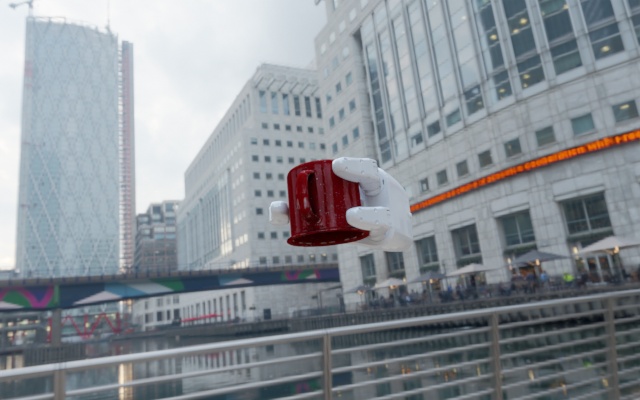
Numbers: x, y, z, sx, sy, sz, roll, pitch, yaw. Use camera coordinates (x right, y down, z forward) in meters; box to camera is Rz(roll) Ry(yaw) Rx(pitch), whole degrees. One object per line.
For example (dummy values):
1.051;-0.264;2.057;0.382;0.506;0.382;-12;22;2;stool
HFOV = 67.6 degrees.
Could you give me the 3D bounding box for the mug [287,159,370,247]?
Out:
-0.001;0.001;0.528;0.093;0.081;0.117;-12;-16;22;mug
